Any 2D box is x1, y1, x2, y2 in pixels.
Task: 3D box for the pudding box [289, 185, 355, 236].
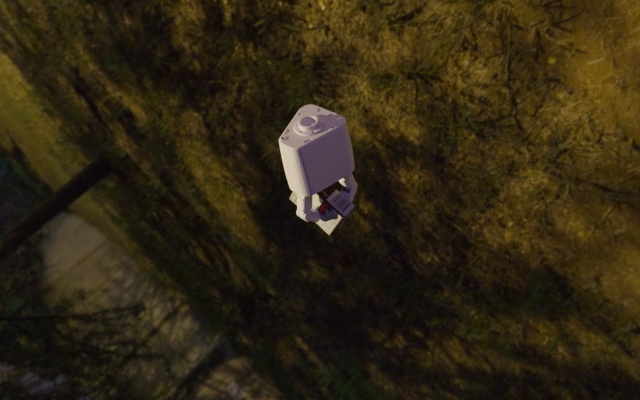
[{"bbox_3d":[0.000,0.003,0.883,0.039,0.113,0.090,-43,-8,-29],"label":"pudding box"}]
